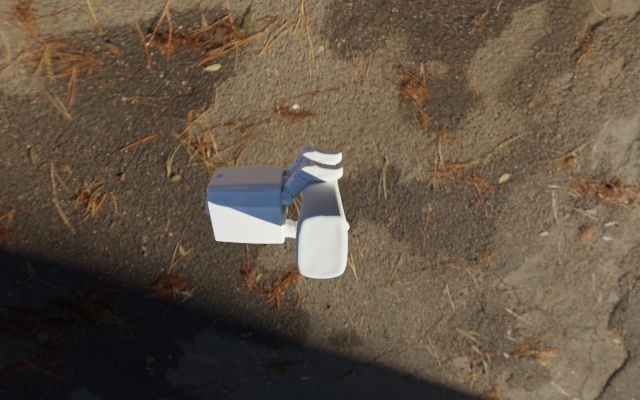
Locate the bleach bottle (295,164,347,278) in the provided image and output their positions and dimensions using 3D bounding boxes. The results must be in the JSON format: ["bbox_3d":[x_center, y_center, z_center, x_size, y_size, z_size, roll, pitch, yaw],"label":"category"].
[{"bbox_3d":[0.000,0.002,0.720,0.068,0.103,0.250,1,27,-1],"label":"bleach bottle"}]
